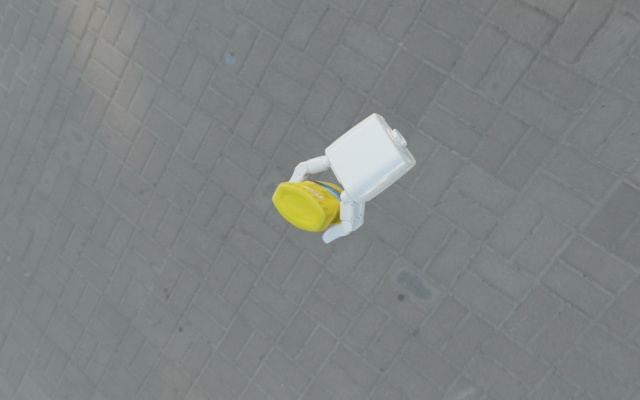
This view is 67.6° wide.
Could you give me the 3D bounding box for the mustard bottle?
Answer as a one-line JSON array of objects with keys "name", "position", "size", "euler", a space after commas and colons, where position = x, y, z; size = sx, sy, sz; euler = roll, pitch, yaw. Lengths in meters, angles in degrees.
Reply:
[{"name": "mustard bottle", "position": [0.000, 0.003, 0.818], "size": [0.096, 0.058, 0.191], "euler": [33, 16, 16]}]
